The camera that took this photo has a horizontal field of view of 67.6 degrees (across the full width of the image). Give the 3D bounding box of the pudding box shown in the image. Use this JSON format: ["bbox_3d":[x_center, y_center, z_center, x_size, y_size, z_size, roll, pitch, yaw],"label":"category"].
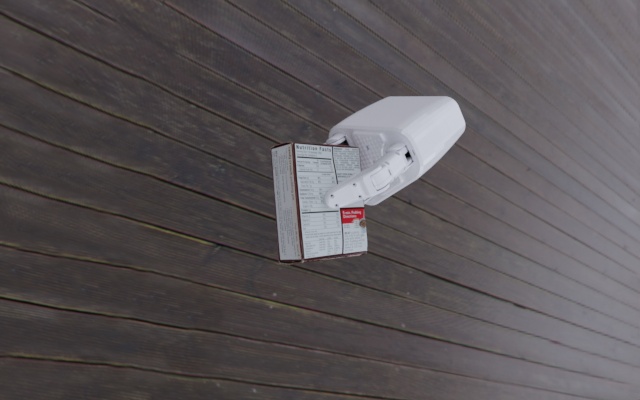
[{"bbox_3d":[0.000,0.001,0.464,0.090,0.113,0.039,-1,-7,-41],"label":"pudding box"}]
